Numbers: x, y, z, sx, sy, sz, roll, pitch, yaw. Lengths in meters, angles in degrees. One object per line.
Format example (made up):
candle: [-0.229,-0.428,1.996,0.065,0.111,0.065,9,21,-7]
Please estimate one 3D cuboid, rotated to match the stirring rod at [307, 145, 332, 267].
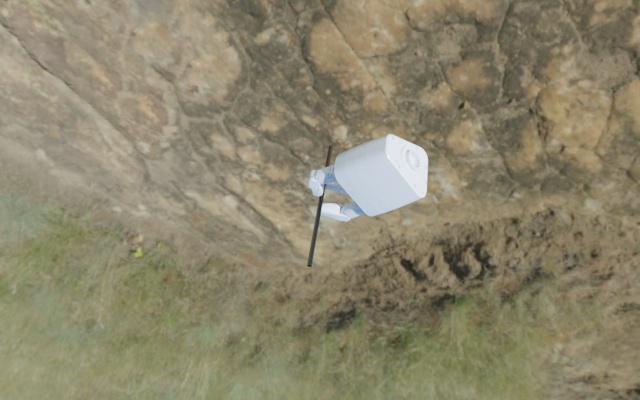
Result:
stirring rod: [0.000,0.003,0.827,0.011,0.239,0.011,8,-30,4]
